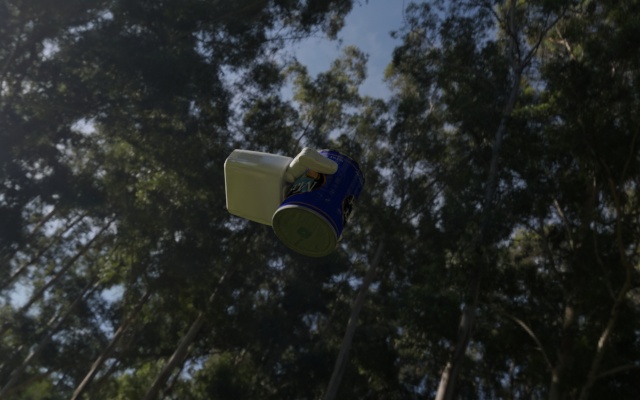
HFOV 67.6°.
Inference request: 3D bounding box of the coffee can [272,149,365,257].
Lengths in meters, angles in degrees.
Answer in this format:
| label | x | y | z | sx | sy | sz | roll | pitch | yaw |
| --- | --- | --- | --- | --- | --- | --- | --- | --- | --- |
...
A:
| label | x | y | z | sx | sy | sz | roll | pitch | yaw |
| --- | --- | --- | --- | --- | --- | --- | --- | --- | --- |
| coffee can | 0.000 | 0.003 | 0.745 | 0.103 | 0.103 | 0.140 | 0 | 42 | 29 |
